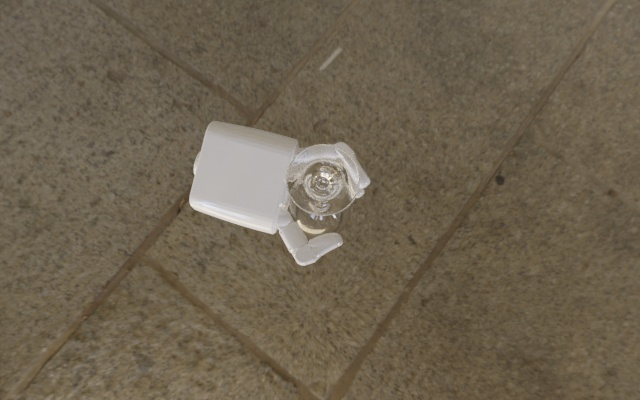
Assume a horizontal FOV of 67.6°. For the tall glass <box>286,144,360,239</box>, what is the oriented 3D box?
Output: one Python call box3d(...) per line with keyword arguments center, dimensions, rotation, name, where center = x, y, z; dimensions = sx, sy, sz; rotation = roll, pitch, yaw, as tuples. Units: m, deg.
box3d(center=(0.000, 0.002, 0.570), dimensions=(0.079, 0.079, 0.201), rotation=(0, -13, -1), name="tall glass")
